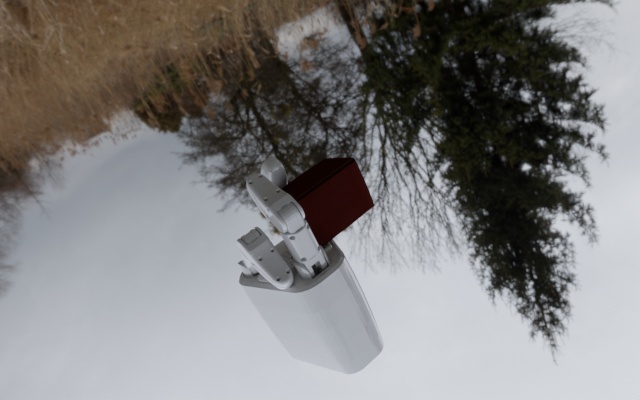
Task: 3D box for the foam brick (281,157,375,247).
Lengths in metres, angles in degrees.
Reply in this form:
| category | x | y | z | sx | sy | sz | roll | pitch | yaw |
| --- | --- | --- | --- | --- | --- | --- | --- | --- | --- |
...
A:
| category | x | y | z | sx | sy | sz | roll | pitch | yaw |
| --- | --- | --- | --- | --- | --- | --- | --- | --- | --- |
| foam brick | 0.000 | 0.001 | 0.443 | 0.078 | 0.051 | 0.053 | -36 | 21 | -21 |
